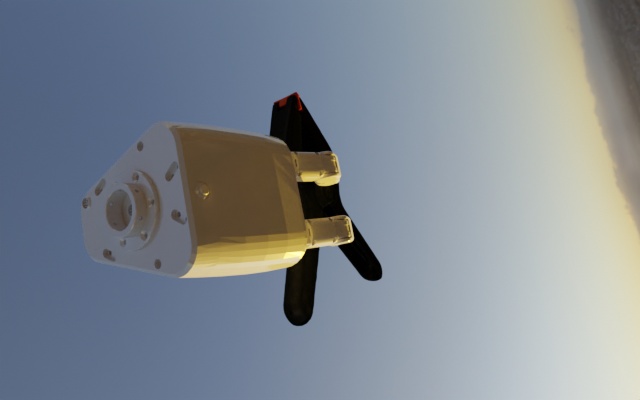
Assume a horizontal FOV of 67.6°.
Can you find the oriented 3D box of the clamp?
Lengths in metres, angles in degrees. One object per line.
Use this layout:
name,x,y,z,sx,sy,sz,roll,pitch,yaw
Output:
clamp,-0.001,0.001,0.464,0.036,0.210,0.164,-18,-10,29
